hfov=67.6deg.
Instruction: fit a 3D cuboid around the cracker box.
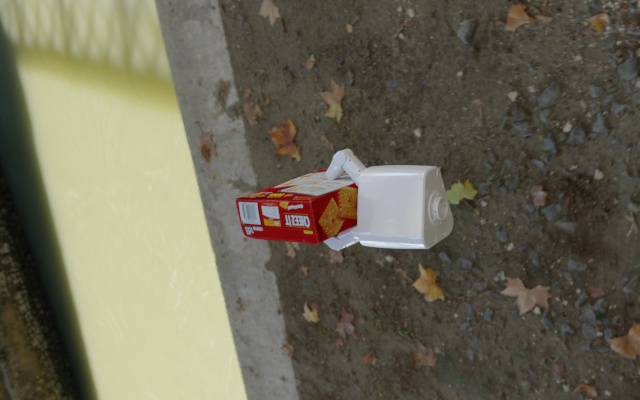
[{"bbox_3d":[0.000,0.002,0.768,0.164,0.072,0.213,1,16,41],"label":"cracker box"}]
